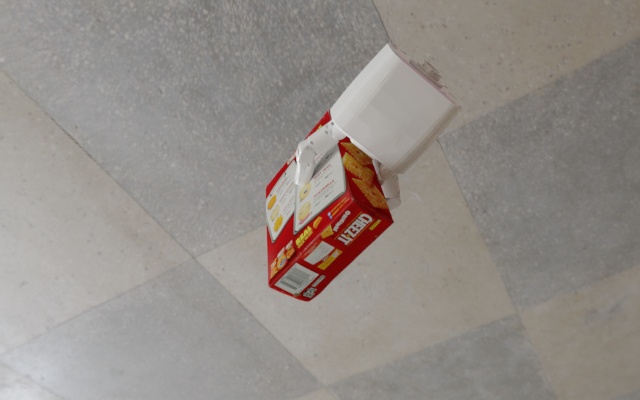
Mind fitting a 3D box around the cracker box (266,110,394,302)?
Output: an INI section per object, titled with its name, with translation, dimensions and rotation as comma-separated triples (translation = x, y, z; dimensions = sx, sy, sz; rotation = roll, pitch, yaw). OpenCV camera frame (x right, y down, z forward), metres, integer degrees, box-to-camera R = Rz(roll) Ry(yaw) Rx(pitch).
[cracker box]
translation = 0.000, 0.002, 0.637
dimensions = 0.072, 0.164, 0.213
rotation = 29, 28, -25
